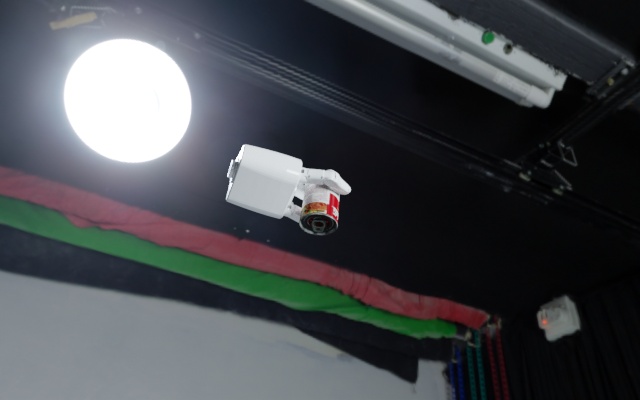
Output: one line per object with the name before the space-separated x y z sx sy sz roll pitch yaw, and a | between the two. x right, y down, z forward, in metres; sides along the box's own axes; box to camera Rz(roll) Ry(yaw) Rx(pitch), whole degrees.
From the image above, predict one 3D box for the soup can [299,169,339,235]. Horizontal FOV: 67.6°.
soup can | 0.001 0.003 0.868 0.068 0.102 0.069 4 -37 3
